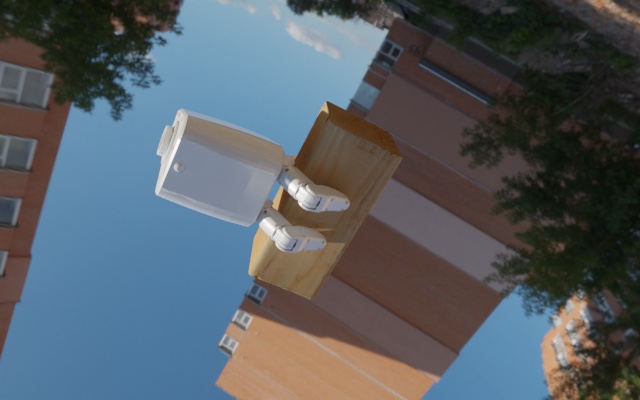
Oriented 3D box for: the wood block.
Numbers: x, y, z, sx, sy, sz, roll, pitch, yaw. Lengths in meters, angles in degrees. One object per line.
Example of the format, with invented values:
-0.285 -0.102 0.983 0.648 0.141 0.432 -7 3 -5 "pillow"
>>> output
0.000 0.002 0.567 0.090 0.206 0.090 24 23 -14 "wood block"
